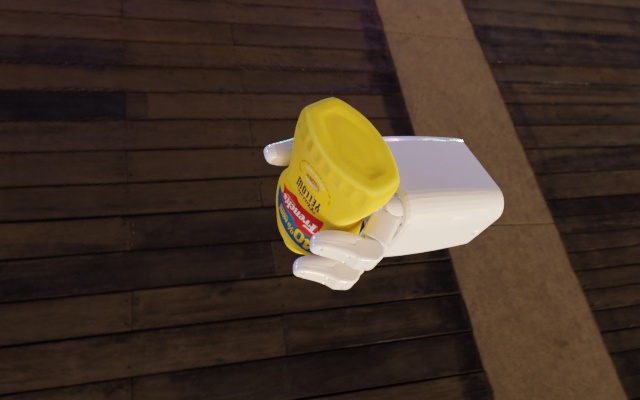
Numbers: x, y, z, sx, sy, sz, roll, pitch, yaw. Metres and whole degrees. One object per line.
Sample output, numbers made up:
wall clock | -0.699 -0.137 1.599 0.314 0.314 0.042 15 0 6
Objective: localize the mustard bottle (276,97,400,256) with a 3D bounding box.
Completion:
mustard bottle | 0.000 0.001 0.441 0.058 0.096 0.192 -28 -18 -29
